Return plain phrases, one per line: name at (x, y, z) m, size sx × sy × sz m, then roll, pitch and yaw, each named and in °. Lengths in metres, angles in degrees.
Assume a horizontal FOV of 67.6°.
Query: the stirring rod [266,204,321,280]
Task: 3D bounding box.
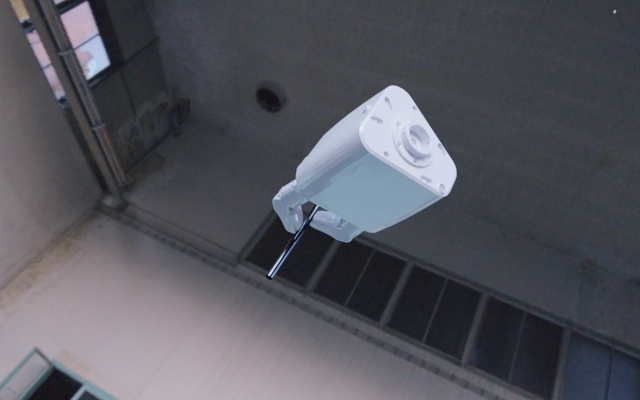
stirring rod at (0.000, 0.002, 0.576) m, size 0.011 × 0.011 × 0.239 m, roll 0°, pitch 41°, yaw 37°
